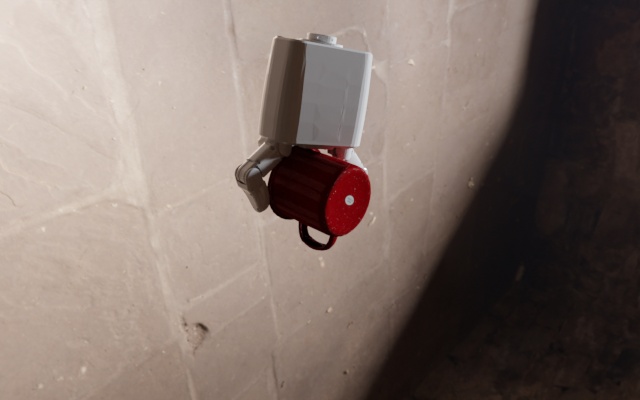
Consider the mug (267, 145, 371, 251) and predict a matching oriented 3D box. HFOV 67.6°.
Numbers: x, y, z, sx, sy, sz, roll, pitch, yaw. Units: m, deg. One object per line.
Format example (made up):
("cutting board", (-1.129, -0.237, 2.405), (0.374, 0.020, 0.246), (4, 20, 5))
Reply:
("mug", (0.000, 0.003, 0.536), (0.081, 0.117, 0.093), (23, 24, 39))
